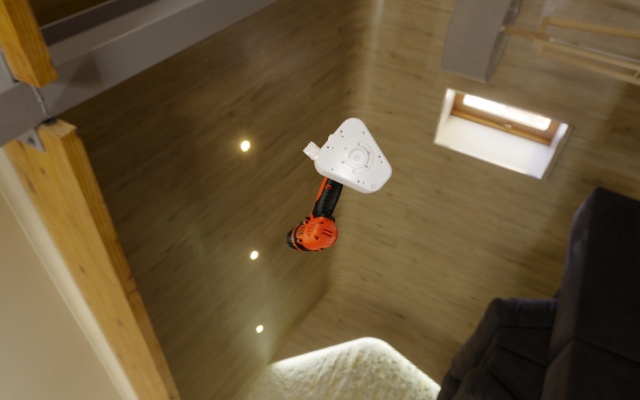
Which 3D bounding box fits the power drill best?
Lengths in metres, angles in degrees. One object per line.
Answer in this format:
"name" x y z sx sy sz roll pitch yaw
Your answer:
"power drill" 0.000 0.002 0.868 0.057 0.187 0.184 21 -14 -19
